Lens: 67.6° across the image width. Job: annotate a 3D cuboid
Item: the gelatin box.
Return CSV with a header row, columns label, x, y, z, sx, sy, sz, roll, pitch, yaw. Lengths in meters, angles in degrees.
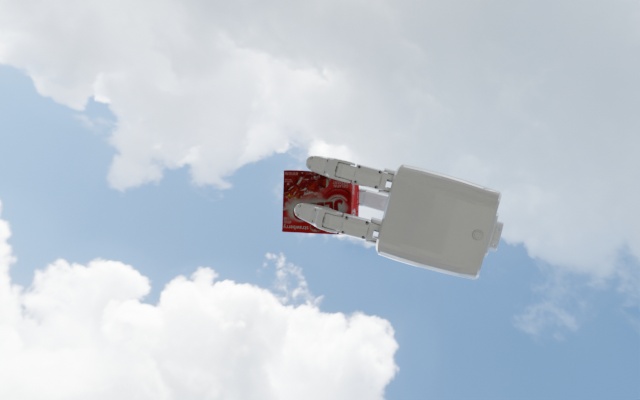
label,x,y,z,sx,sy,sz,roll,pitch,yaw
gelatin box,0.000,0.002,0.551,0.089,0.073,0.030,2,1,25
